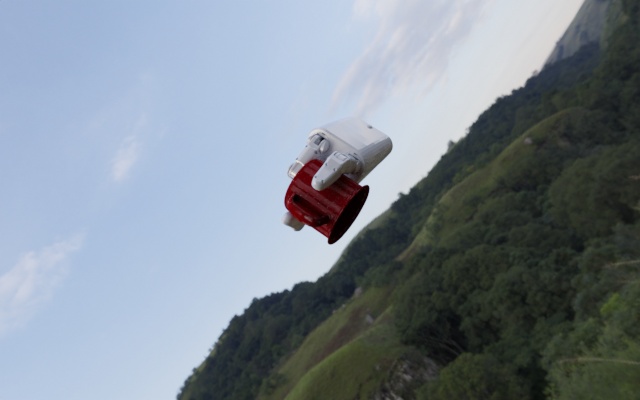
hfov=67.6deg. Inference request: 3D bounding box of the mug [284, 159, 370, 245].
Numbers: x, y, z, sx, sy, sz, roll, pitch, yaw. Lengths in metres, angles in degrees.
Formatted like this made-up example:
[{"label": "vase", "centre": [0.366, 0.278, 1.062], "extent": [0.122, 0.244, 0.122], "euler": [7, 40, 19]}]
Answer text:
[{"label": "mug", "centre": [-0.001, 0.002, 0.622], "extent": [0.081, 0.093, 0.117], "euler": [34, 33, 16]}]
